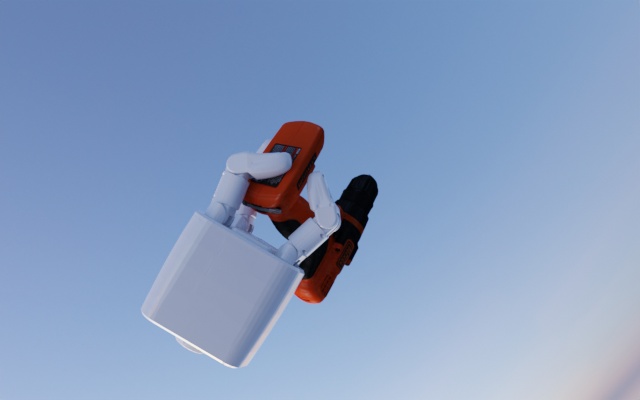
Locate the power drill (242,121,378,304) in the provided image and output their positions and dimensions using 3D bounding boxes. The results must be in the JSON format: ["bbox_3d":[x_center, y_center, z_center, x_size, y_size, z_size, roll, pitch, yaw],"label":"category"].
[{"bbox_3d":[0.000,0.002,0.539,0.057,0.184,0.188,11,-31,33],"label":"power drill"}]
